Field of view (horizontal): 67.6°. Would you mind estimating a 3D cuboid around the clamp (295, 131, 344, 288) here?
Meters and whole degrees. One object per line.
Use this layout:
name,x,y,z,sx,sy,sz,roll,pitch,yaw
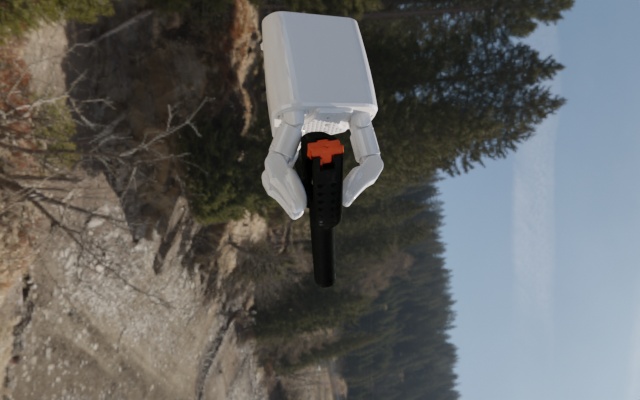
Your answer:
clamp,0.001,0.001,0.484,0.036,0.164,0.210,-9,-12,-7
